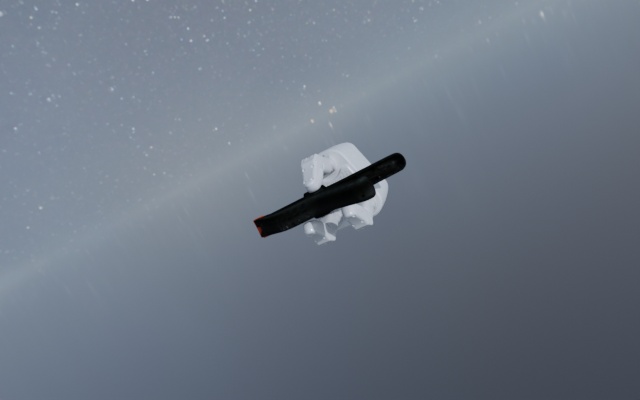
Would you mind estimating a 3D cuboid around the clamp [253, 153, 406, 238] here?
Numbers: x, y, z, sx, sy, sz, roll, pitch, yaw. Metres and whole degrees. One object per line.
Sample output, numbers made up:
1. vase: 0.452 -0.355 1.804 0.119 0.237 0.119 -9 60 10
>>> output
1. clamp: -0.001 0.001 0.588 0.210 0.036 0.164 -24 4 19
